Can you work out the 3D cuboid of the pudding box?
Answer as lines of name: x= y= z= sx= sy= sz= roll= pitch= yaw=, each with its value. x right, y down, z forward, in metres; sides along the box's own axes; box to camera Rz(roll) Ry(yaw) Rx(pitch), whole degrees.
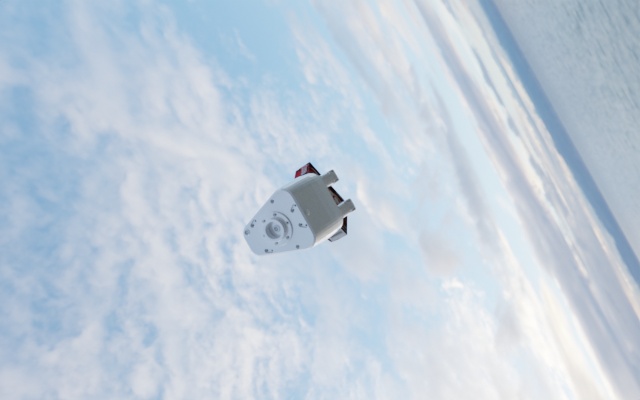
pudding box: x=0.000 y=0.003 z=0.807 sx=0.039 sy=0.113 sz=0.090 roll=-29 pitch=29 yaw=23
